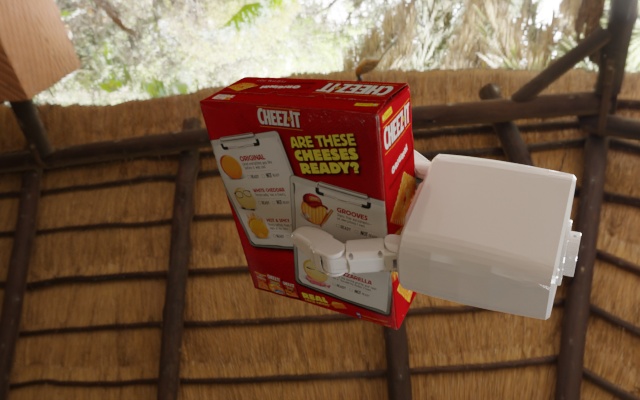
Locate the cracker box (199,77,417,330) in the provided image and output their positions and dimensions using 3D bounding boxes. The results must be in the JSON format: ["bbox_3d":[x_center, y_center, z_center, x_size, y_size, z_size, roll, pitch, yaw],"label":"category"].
[{"bbox_3d":[0.000,0.002,0.433,0.164,0.214,0.072,10,37,28],"label":"cracker box"}]
